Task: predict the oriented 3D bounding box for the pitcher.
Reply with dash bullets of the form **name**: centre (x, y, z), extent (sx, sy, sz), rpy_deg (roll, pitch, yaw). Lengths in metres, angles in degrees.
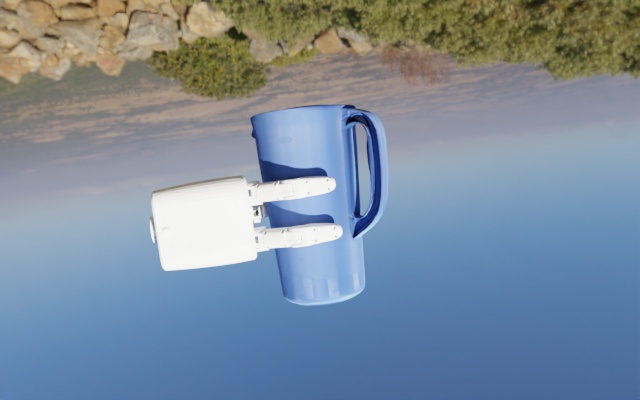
- **pitcher**: centre (0.000, 0.002, 0.603), extent (0.145, 0.243, 0.149), rpy_deg (-8, 5, -13)
